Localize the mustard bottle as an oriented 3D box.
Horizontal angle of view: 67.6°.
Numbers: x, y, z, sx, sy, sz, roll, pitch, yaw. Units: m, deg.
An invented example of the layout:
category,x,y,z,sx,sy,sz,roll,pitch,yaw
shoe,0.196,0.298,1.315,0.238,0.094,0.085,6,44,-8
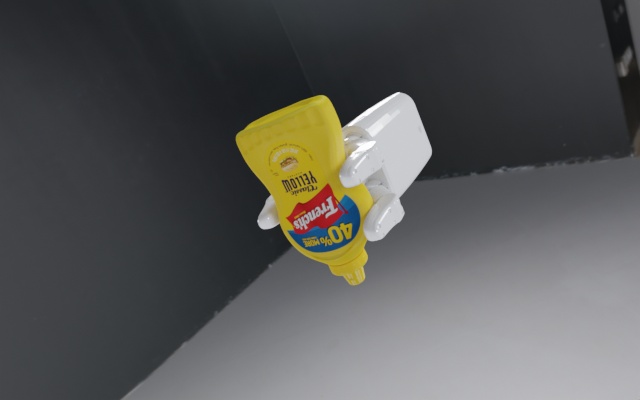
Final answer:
category,x,y,z,sx,sy,sz,roll,pitch,yaw
mustard bottle,0.000,0.001,0.471,0.096,0.192,0.058,-18,20,22
